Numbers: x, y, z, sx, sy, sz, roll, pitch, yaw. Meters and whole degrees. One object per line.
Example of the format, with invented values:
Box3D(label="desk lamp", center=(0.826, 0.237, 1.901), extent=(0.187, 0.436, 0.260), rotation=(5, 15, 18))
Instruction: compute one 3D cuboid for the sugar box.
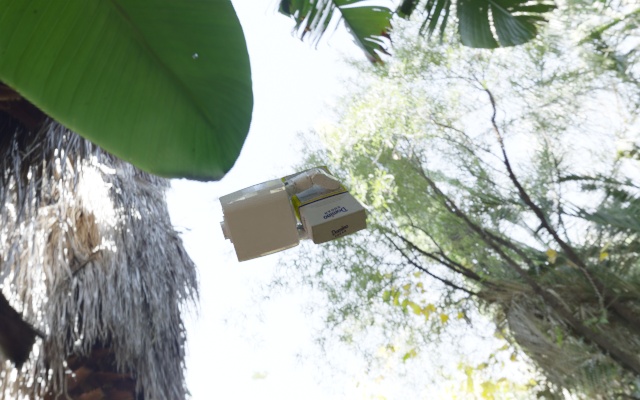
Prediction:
Box3D(label="sugar box", center=(0.000, 0.003, 0.812), extent=(0.093, 0.048, 0.176), rotation=(-17, 35, -13))
